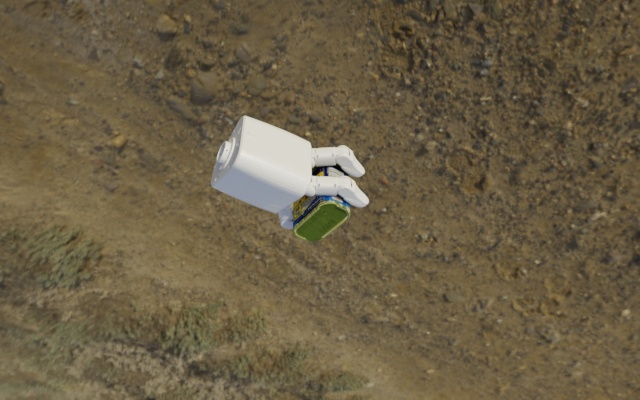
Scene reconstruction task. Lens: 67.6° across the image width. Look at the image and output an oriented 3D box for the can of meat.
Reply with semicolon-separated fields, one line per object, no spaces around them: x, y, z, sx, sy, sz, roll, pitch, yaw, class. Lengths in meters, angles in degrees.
0.000;0.003;0.717;0.057;0.083;0.102;24;-46;-27;can of meat
